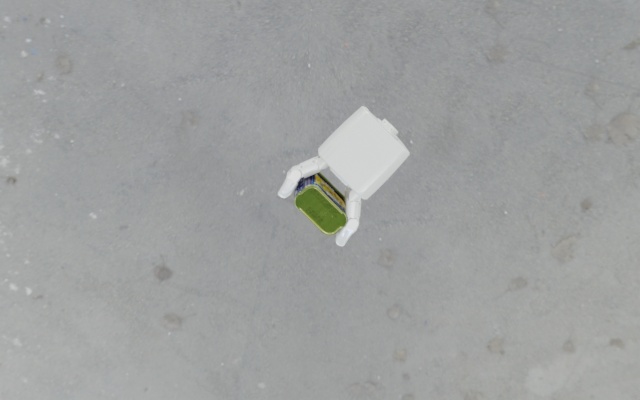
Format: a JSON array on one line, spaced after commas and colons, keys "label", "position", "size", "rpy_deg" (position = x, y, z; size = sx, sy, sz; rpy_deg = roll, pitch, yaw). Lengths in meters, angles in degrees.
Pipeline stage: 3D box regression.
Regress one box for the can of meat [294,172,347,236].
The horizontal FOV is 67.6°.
[{"label": "can of meat", "position": [0.000, 0.003, 0.823], "size": [0.057, 0.102, 0.084], "rpy_deg": [-42, 17, 13]}]
